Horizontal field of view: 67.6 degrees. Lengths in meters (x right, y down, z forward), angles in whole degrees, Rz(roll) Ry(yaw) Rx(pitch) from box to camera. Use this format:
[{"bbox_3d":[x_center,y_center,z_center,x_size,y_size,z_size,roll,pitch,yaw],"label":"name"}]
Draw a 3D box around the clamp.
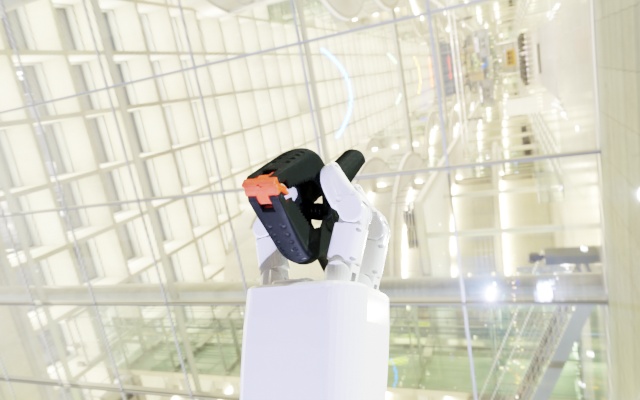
[{"bbox_3d":[-0.001,0.001,0.422,0.036,0.164,0.210,-4,-20,23],"label":"clamp"}]
